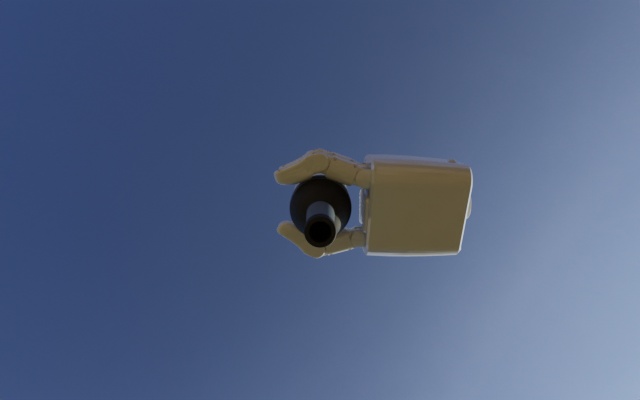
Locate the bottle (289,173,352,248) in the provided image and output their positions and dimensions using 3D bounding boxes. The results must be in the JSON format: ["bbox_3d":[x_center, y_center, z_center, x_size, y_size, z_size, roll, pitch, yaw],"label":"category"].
[{"bbox_3d":[0.000,0.002,0.545,0.069,0.069,0.295,0,10,0],"label":"bottle"}]
